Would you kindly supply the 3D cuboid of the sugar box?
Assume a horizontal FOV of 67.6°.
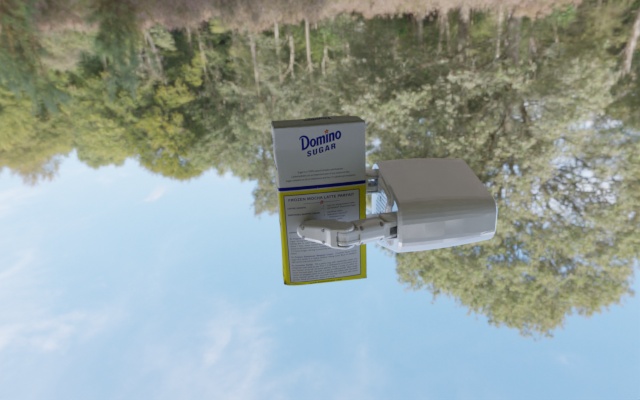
[{"bbox_3d":[0.000,0.002,0.507,0.093,0.176,0.048,-5,18,-8],"label":"sugar box"}]
